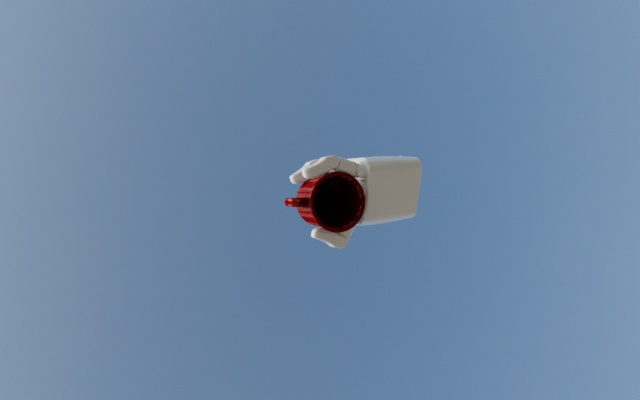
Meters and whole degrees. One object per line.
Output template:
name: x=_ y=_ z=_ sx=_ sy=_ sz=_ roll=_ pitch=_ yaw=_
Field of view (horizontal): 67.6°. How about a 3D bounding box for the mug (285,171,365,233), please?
mug: x=-0.001 y=0.003 z=0.751 sx=0.117 sy=0.093 sz=0.081 roll=-4 pitch=2 yaw=-24
